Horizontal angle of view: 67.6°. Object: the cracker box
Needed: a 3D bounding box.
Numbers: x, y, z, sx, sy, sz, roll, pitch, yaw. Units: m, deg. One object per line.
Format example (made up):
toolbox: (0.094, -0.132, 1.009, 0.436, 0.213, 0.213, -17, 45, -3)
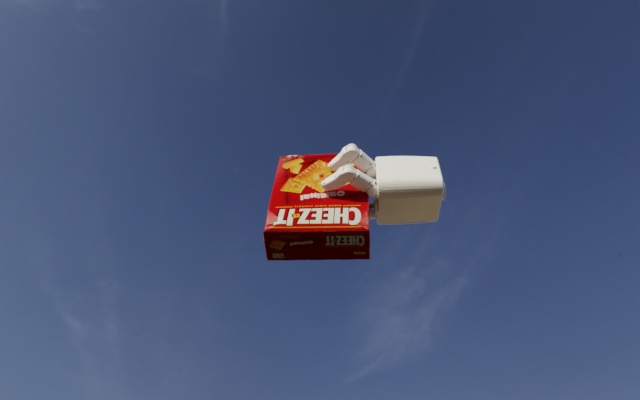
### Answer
cracker box: (0.000, 0.003, 0.811, 0.164, 0.072, 0.213, -2, 38, 5)
